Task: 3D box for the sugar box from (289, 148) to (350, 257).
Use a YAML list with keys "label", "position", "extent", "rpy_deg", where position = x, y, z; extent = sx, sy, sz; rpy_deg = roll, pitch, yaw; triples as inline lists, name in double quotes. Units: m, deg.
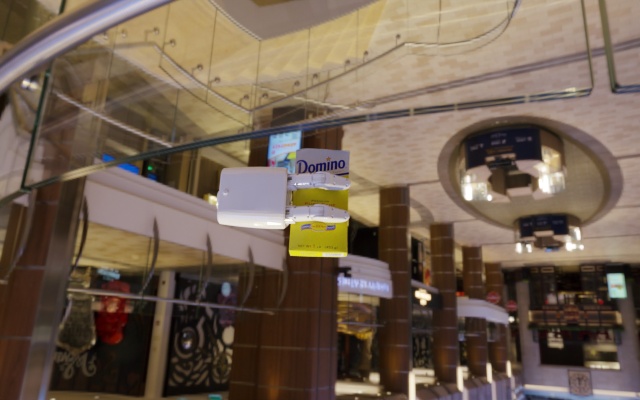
- label: "sugar box"
  position: [0.000, 0.002, 0.783]
  extent: [0.093, 0.176, 0.048]
  rpy_deg: [2, -16, 0]
